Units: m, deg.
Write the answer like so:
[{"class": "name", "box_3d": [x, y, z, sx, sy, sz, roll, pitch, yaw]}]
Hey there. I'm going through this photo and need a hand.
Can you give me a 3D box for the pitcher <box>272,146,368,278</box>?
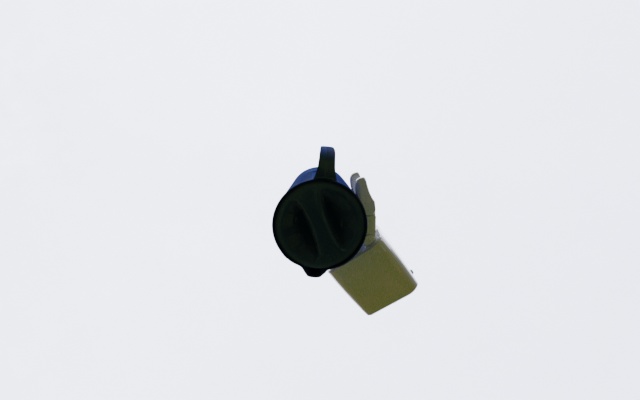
[{"class": "pitcher", "box_3d": [0.000, 0.003, 0.774, 0.149, 0.145, 0.242, -40, 10, 7]}]
